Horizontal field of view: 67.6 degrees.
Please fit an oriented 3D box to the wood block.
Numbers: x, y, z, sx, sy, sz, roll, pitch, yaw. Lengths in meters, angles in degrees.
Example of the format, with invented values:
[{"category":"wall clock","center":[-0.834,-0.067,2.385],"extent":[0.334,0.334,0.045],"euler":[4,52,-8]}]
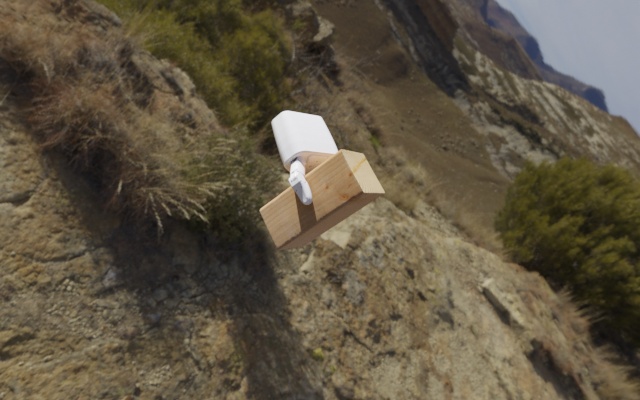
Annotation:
[{"category":"wood block","center":[0.000,0.002,0.884],"extent":[0.206,0.090,0.091],"euler":[-35,-18,27]}]
